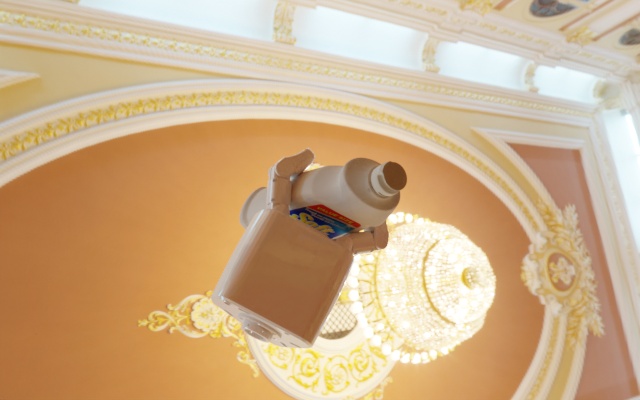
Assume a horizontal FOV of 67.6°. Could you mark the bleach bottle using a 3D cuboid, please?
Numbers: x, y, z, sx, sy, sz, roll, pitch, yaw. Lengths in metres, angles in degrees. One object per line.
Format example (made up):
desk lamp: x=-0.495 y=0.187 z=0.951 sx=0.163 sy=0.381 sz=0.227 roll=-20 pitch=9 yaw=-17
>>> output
bleach bottle: x=0.000 y=0.002 z=0.543 sx=0.102 sy=0.068 sz=0.251 roll=37 pitch=-29 yaw=-17
